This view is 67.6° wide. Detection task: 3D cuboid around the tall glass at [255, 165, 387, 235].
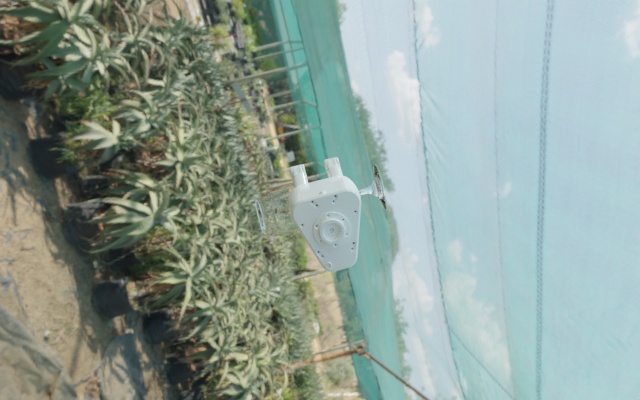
[{"bbox_3d":[0.001,0.002,0.766,0.201,0.079,0.079,-14,0,0],"label":"tall glass"}]
